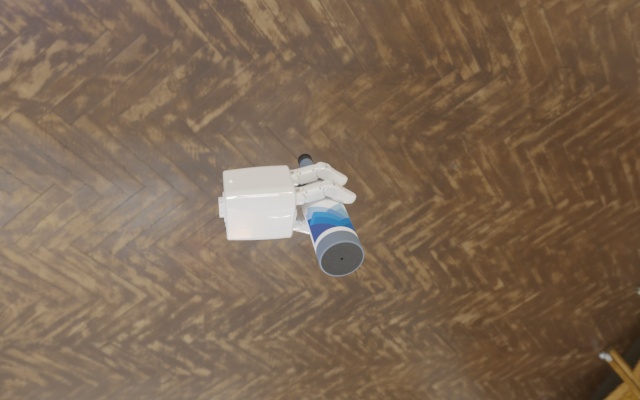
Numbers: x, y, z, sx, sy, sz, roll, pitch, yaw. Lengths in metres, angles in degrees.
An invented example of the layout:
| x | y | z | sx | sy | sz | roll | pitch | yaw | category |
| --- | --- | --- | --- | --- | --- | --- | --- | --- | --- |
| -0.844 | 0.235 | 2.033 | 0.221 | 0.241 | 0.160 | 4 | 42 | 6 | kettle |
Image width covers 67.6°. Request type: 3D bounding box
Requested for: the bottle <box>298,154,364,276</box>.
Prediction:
| x | y | z | sx | sy | sz | roll | pitch | yaw | category |
| --- | --- | --- | --- | --- | --- | --- | --- | --- | --- |
| 0.000 | 0.003 | 0.798 | 0.069 | 0.069 | 0.295 | 0 | 33 | -15 | bottle |
